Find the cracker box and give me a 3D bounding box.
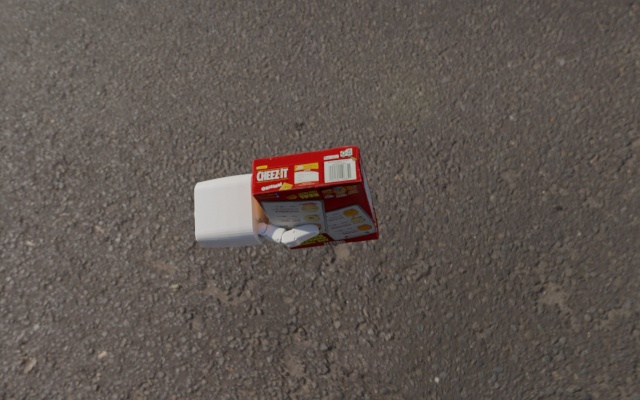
[{"bbox_3d":[0.000,0.003,0.778,0.164,0.072,0.214,-7,-28,10],"label":"cracker box"}]
